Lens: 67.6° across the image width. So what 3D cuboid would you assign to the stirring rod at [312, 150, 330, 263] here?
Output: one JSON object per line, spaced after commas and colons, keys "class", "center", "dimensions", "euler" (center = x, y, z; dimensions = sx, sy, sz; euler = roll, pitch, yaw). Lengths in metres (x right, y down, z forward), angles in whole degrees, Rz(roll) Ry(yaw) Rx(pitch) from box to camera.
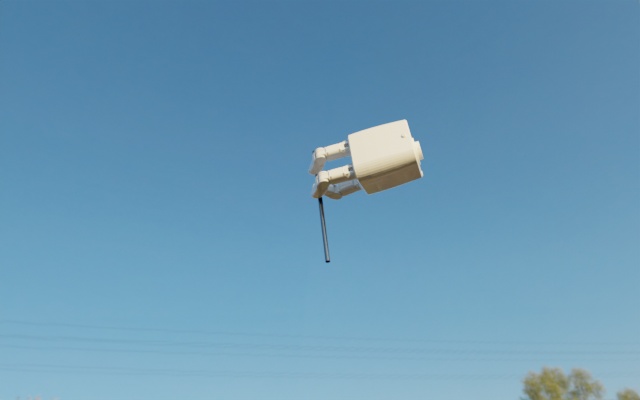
{"class": "stirring rod", "center": [0.000, 0.003, 0.846], "dimensions": [0.011, 0.239, 0.011], "euler": [-5, -36, -3]}
